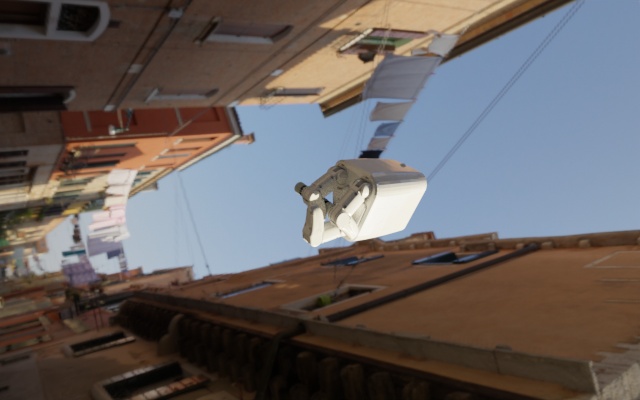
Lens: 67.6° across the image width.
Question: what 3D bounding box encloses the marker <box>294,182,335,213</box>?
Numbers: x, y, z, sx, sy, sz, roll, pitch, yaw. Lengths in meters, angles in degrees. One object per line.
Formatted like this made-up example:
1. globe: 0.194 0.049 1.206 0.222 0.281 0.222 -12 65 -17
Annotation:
1. marker: 0.000 0.002 0.712 0.020 0.020 0.121 0 23 -38
